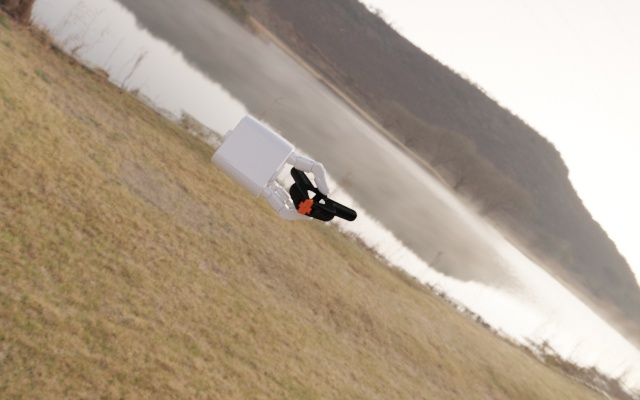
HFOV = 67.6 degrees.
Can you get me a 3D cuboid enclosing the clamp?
[{"bbox_3d":[0.000,0.002,0.880,0.164,0.036,0.210,36,12,-4],"label":"clamp"}]
